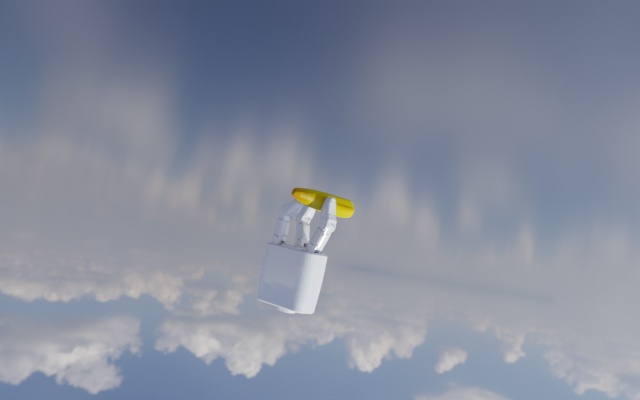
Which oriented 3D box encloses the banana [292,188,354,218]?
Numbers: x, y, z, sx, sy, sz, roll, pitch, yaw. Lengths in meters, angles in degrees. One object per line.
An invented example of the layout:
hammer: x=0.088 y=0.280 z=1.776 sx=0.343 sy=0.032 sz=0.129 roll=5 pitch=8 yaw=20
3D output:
banana: x=0.018 y=0.007 z=0.890 sx=0.069 sy=0.037 sz=0.198 roll=14 pitch=0 yaw=26
